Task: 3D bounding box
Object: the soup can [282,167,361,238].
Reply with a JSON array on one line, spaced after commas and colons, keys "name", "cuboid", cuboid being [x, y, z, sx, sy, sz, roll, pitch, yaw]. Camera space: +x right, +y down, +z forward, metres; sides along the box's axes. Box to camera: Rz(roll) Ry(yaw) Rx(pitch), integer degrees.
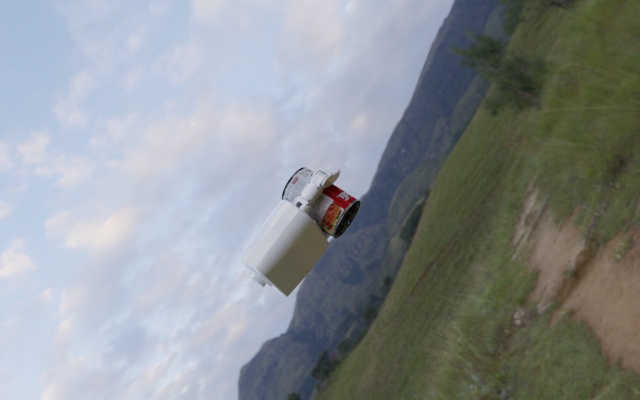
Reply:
[{"name": "soup can", "cuboid": [0.000, 0.002, 0.728, 0.102, 0.068, 0.068, 33, 11, 18]}]
